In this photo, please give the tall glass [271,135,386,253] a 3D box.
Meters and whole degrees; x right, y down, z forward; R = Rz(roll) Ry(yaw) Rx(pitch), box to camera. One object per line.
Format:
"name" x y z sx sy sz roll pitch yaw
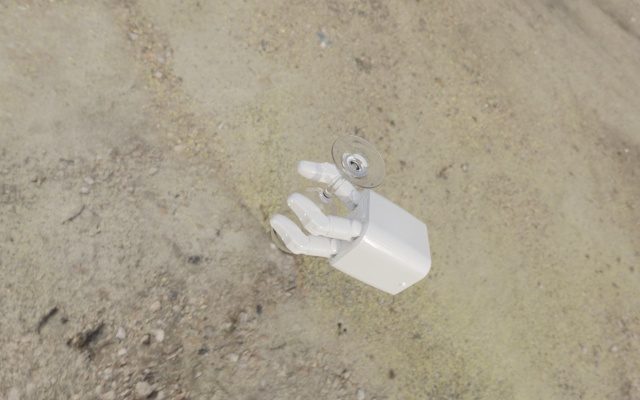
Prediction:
"tall glass" 0.000 0.002 0.634 0.079 0.079 0.201 0 -29 -32
